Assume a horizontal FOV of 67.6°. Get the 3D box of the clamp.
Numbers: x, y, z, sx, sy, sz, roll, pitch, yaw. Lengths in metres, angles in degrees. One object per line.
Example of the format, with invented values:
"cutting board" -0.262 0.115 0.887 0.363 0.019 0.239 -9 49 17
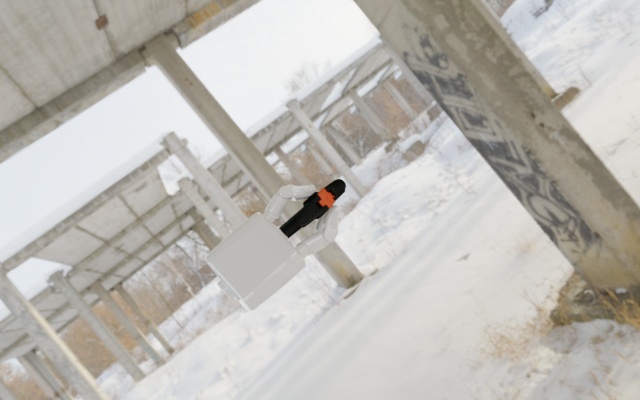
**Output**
"clamp" 0.000 0.002 0.767 0.164 0.036 0.210 -42 1 -18
